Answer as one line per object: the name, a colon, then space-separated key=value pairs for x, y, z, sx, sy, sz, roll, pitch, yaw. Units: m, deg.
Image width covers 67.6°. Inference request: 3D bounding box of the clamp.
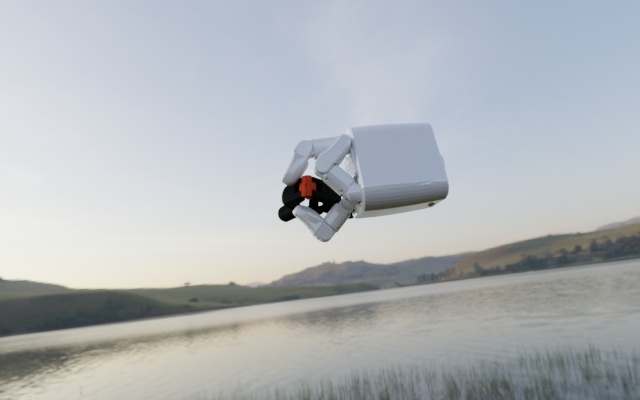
clamp: x=0.000 y=0.002 z=0.662 sx=0.120 sy=0.039 sz=0.171 roll=-7 pitch=-11 yaw=-6
